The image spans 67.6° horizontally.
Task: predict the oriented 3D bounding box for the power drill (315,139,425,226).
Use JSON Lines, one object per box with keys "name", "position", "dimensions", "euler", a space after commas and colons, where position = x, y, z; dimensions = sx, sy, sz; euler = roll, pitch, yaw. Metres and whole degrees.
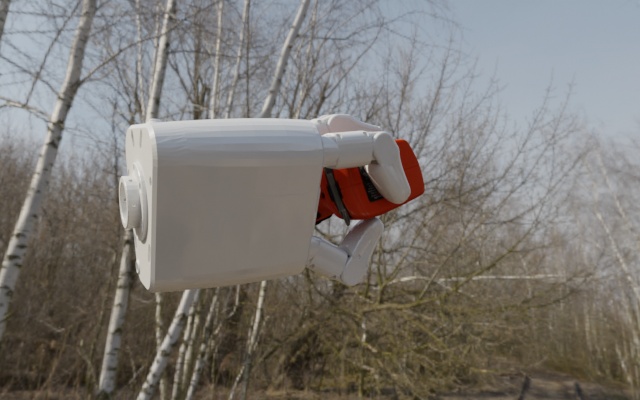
{"name": "power drill", "position": [0.000, 0.001, 0.452], "dimensions": [0.188, 0.057, 0.184], "euler": [-23, -2, 42]}
